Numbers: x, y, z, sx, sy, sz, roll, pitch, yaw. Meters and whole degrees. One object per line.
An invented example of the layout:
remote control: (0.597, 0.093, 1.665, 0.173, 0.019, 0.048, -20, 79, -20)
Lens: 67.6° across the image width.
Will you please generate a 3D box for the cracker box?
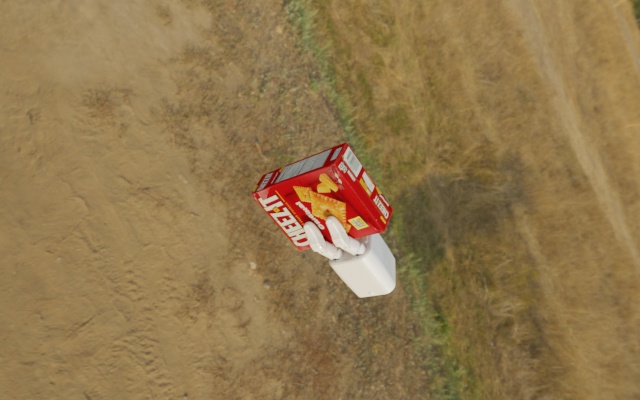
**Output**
cracker box: (0.000, 0.003, 0.890, 0.214, 0.164, 0.072, -17, 31, 38)
